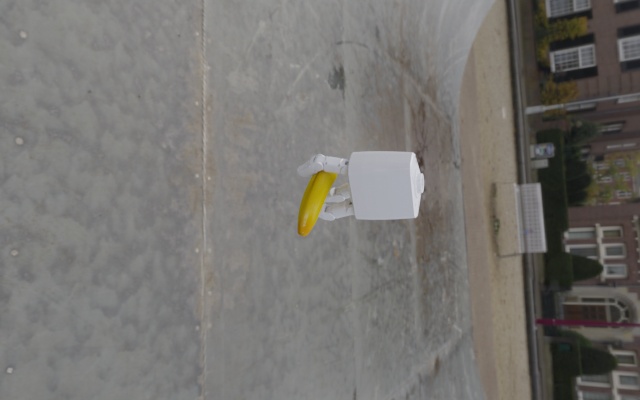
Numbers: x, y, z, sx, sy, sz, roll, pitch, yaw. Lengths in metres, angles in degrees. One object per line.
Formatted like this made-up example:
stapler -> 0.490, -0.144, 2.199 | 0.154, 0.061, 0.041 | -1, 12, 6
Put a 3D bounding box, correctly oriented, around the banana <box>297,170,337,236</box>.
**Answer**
banana -> 0.000, -0.015, 0.827 | 0.037, 0.070, 0.197 | 5, 29, 16
